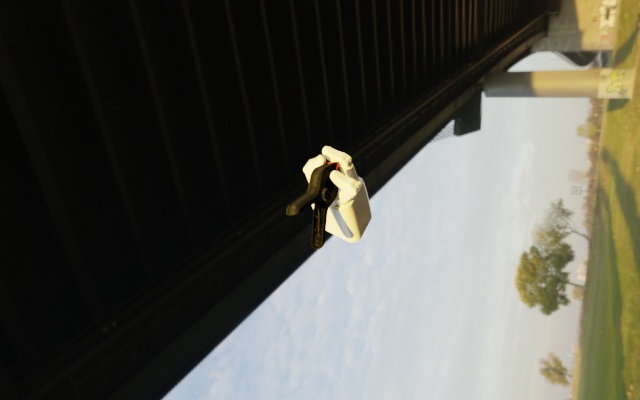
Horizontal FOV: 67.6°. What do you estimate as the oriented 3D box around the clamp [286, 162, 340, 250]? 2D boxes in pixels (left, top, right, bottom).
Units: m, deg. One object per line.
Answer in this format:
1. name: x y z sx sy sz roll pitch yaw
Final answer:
1. clamp: 0.000 0.003 0.894 0.039 0.120 0.171 8 48 30
